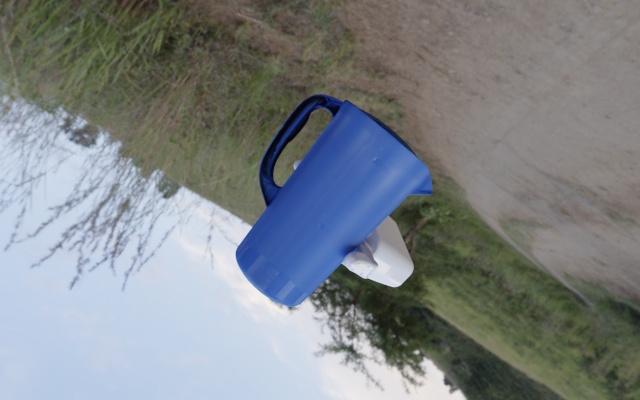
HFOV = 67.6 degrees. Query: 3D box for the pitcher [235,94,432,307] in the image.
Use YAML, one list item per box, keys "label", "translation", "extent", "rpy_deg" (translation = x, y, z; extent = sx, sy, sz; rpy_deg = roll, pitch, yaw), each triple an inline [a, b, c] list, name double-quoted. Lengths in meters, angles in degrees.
- label: "pitcher"
  translation: [0.000, 0.002, 0.584]
  extent: [0.145, 0.243, 0.149]
  rpy_deg: [31, 13, -45]
